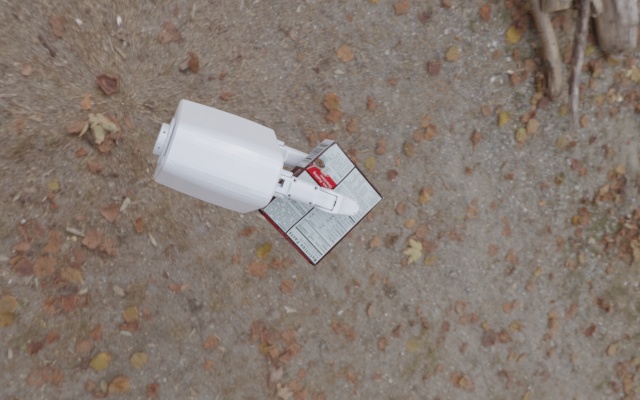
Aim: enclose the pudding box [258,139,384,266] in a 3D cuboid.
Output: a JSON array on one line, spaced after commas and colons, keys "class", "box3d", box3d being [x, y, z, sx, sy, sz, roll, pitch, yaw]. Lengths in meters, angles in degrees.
[{"class": "pudding box", "box3d": [0.000, 0.002, 0.527, 0.113, 0.090, 0.039, -43, 18, -6]}]
